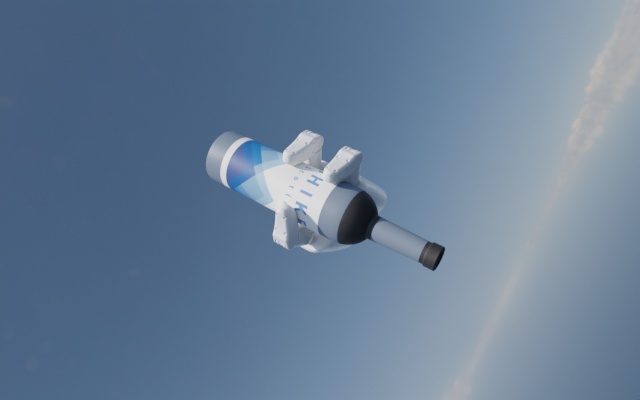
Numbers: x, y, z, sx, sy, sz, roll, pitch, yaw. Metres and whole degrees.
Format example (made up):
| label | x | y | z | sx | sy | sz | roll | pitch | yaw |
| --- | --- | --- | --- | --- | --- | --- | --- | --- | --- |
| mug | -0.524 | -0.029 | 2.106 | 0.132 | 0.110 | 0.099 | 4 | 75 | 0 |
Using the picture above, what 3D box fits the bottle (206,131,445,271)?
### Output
| label | x | y | z | sx | sy | sz | roll | pitch | yaw |
| --- | --- | --- | --- | --- | --- | --- | --- | --- | --- |
| bottle | 0.000 | 0.002 | 0.546 | 0.295 | 0.069 | 0.069 | 26 | 11 | 23 |
